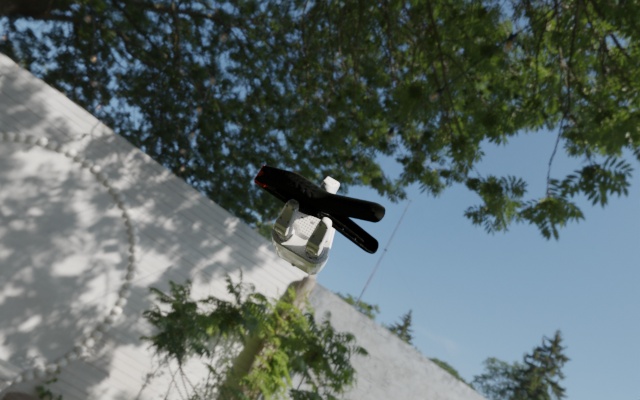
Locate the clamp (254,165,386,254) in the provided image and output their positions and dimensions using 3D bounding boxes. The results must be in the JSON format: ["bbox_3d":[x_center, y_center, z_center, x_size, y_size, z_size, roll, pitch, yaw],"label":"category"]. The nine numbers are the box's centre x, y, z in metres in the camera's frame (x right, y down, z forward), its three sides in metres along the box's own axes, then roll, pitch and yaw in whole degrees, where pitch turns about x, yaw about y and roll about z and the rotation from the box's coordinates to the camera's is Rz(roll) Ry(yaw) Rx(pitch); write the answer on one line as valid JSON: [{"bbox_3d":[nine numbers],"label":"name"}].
[{"bbox_3d":[0.000,0.001,0.678,0.210,0.036,0.165,29,-19,7],"label":"clamp"}]
